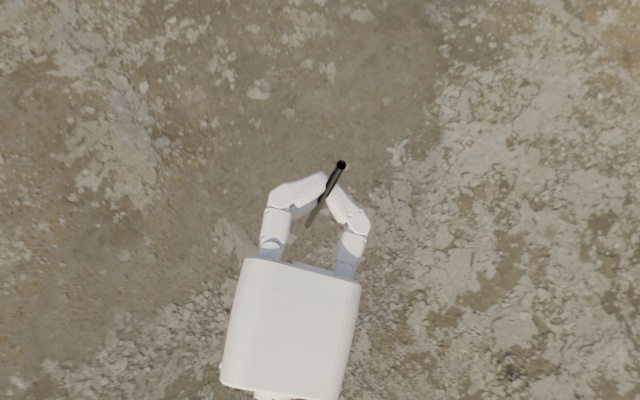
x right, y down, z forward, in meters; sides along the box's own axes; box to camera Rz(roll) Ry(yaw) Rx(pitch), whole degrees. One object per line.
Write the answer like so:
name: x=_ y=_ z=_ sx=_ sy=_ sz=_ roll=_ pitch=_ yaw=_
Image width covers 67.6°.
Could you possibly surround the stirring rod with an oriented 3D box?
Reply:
stirring rod: x=0.000 y=0.002 z=0.492 sx=0.011 sy=0.011 sz=0.239 roll=0 pitch=-14 yaw=-8
